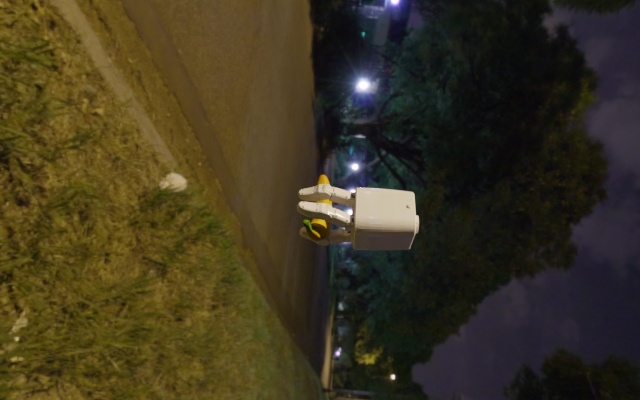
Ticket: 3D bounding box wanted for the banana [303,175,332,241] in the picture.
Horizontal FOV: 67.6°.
[{"bbox_3d":[0.001,0.021,0.891,0.037,0.070,0.197,0,27,7],"label":"banana"}]
